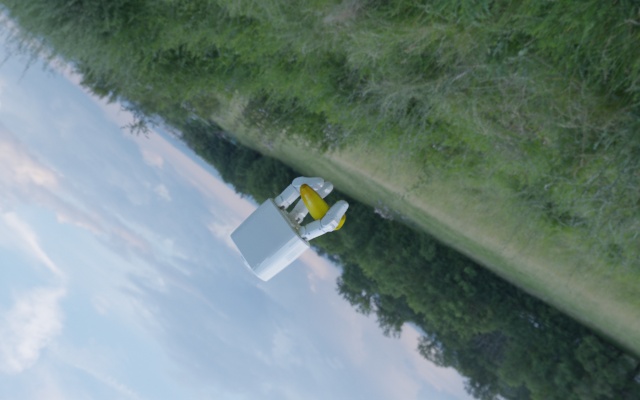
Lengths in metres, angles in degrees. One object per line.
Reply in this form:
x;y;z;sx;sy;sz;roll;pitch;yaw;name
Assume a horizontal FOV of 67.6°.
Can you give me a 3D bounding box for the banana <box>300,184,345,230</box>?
0.009;0.020;0.890;0.037;0.069;0.198;-29;-17;13;banana
